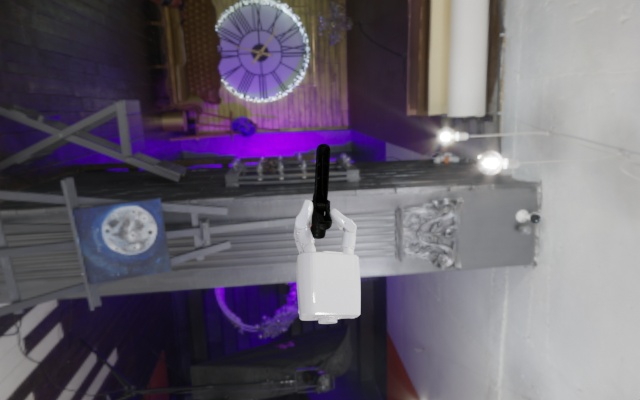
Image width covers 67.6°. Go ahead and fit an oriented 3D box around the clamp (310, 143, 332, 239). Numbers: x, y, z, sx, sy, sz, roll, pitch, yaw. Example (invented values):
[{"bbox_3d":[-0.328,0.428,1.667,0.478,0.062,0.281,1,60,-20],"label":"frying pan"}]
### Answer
[{"bbox_3d":[0.001,0.003,0.899,0.036,0.164,0.210,2,-21,-4],"label":"clamp"}]
